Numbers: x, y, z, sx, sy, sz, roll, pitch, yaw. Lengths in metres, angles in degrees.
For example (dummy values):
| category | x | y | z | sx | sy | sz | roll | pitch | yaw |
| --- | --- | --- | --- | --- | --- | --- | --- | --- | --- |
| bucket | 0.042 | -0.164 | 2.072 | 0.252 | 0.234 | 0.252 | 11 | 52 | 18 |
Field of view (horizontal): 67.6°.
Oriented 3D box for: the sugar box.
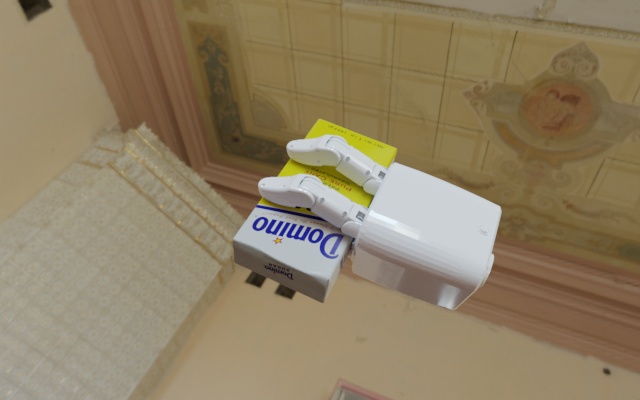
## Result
| category | x | y | z | sx | sy | sz | roll | pitch | yaw |
| --- | --- | --- | --- | --- | --- | --- | --- | --- | --- |
| sugar box | 0.000 | 0.001 | 0.460 | 0.093 | 0.176 | 0.048 | 22 | -39 | 11 |
